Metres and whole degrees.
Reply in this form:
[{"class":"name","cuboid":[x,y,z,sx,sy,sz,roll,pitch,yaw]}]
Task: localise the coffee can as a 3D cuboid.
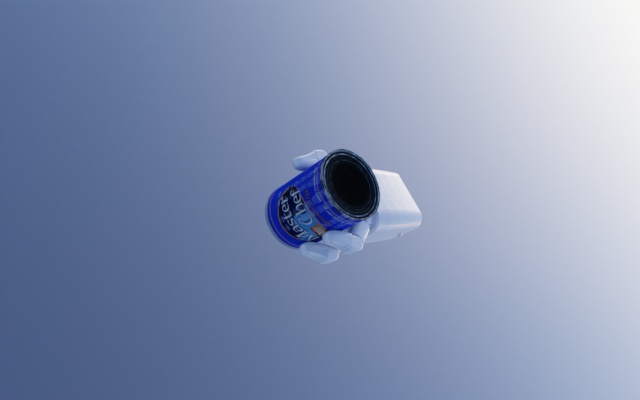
[{"class":"coffee can","cuboid":[0.000,0.002,0.680,0.103,0.102,0.140,0,-20,-40]}]
